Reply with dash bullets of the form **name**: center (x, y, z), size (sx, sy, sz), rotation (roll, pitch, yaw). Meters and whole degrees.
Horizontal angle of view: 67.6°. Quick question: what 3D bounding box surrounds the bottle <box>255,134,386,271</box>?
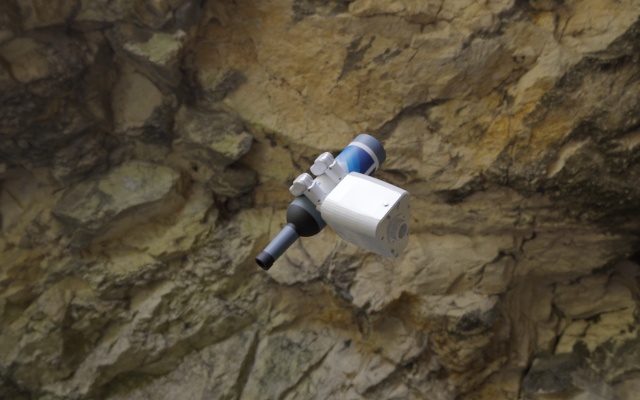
- **bottle**: center (0.000, 0.002, 0.794), size (0.295, 0.069, 0.069), rotation (-46, 25, -26)
